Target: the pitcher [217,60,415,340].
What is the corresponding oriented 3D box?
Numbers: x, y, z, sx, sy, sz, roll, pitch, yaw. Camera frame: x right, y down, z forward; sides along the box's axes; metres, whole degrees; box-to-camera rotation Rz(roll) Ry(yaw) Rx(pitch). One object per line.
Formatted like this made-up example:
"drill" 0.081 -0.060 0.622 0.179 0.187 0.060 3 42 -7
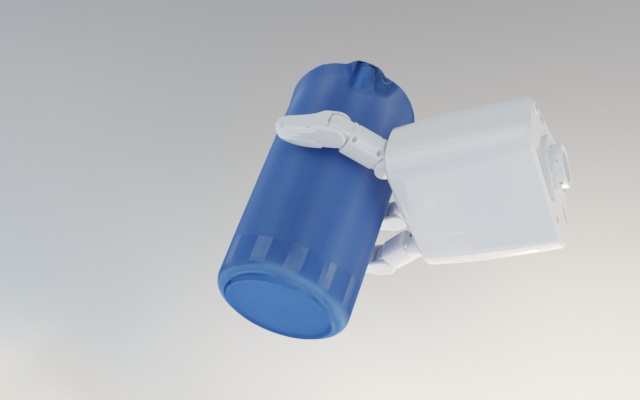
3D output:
"pitcher" 0.000 0.001 0.445 0.145 0.242 0.149 -11 -47 34
